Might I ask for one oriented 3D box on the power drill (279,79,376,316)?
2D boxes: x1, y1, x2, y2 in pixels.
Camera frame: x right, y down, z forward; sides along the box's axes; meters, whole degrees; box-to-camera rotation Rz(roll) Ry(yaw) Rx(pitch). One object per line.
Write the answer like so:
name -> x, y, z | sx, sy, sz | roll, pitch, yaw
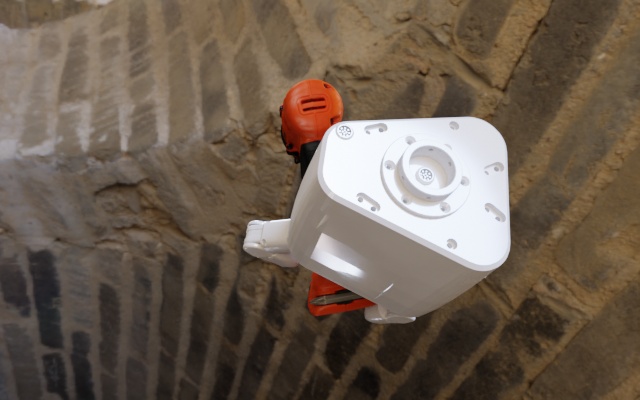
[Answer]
power drill -> 0.000, 0.002, 0.436 | 0.057, 0.187, 0.184 | -11, -3, -2
